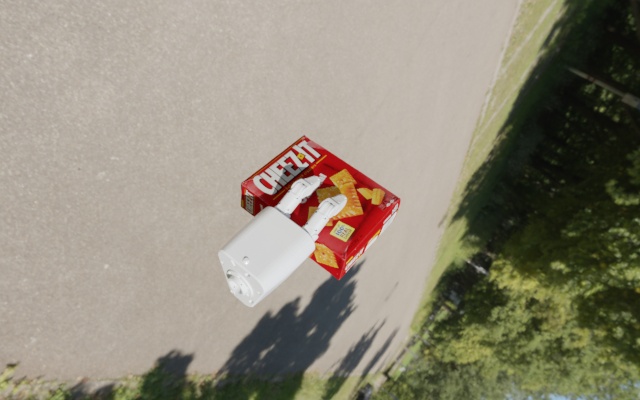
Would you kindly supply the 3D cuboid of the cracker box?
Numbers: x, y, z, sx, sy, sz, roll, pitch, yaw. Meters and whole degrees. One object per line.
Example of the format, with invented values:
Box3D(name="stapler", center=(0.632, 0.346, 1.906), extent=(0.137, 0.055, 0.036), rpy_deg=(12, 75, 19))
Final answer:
Box3D(name="cracker box", center=(0.000, 0.003, 0.791), extent=(0.213, 0.072, 0.164), rpy_deg=(36, 55, 18))
